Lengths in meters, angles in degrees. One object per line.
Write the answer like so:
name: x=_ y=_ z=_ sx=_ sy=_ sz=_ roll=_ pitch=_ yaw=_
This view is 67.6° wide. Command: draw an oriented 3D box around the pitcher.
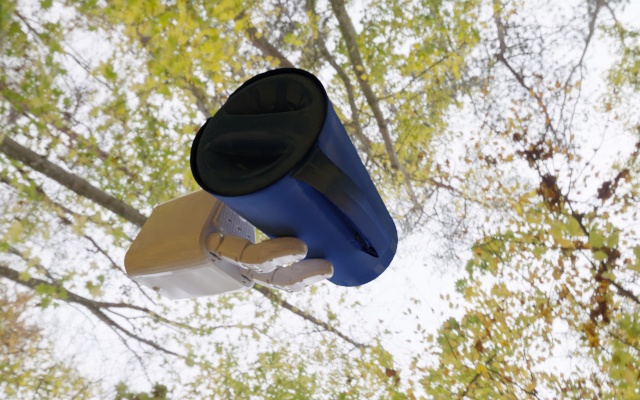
pitcher: x=0.000 y=0.002 z=0.476 sx=0.145 sy=0.149 sz=0.243 roll=-15 pitch=-36 yaw=21
